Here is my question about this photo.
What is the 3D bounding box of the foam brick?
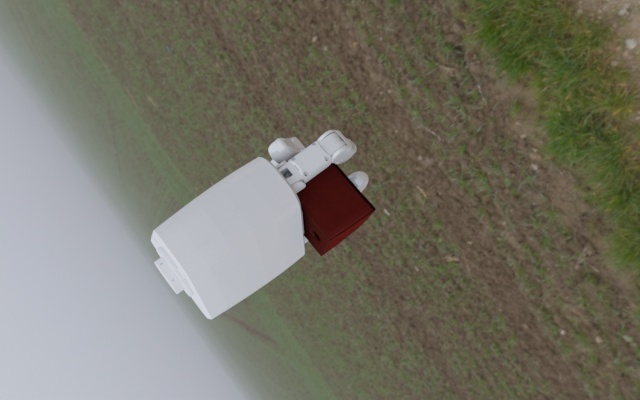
[{"bbox_3d":[0.000,0.002,0.430,0.051,0.078,0.053,-36,-12,-22],"label":"foam brick"}]
